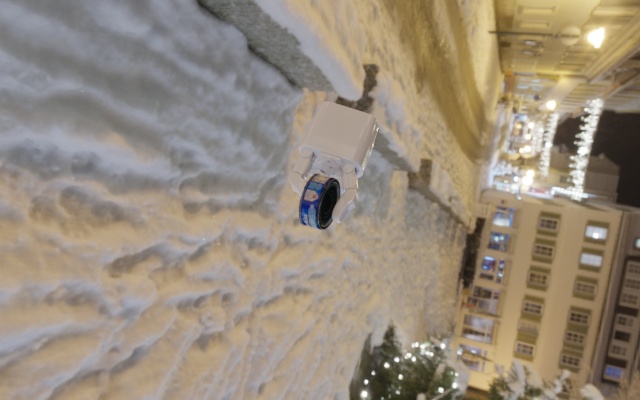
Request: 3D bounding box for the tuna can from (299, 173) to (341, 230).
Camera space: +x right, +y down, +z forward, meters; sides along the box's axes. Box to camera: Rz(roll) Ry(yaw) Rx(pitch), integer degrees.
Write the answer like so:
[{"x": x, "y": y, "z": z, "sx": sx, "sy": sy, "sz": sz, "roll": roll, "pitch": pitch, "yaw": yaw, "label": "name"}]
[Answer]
[{"x": 0.001, "y": 0.003, "z": 0.752, "sx": 0.034, "sy": 0.086, "sz": 0.086, "roll": 15, "pitch": 6, "yaw": 22, "label": "tuna can"}]
